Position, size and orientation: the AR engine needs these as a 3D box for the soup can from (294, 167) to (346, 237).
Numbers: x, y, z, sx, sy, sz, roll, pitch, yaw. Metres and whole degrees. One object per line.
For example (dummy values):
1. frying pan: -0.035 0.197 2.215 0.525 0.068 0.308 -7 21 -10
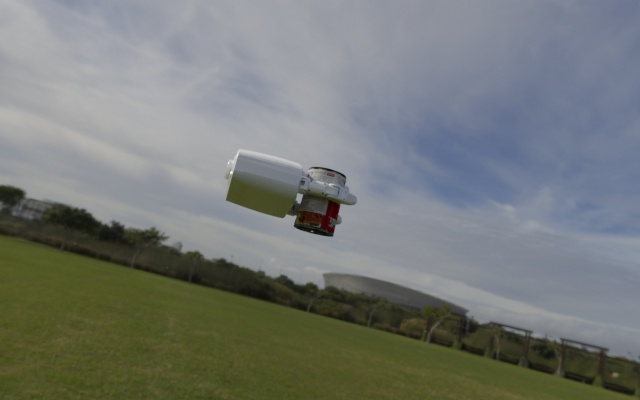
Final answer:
1. soup can: 0.001 0.002 0.792 0.068 0.102 0.068 13 -11 3
